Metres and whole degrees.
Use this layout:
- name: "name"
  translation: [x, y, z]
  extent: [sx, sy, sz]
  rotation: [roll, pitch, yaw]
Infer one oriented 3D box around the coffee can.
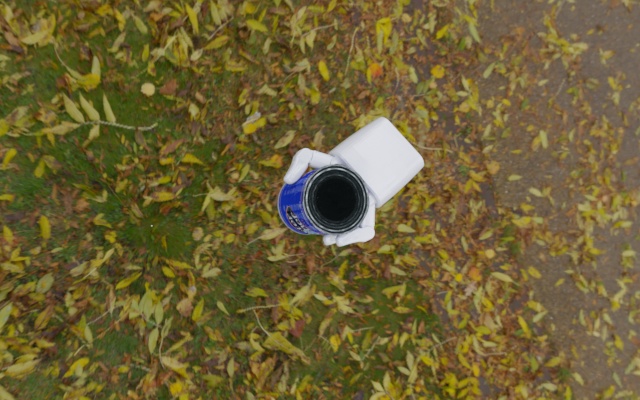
- name: "coffee can"
  translation: [0.000, 0.002, 0.740]
  extent: [0.103, 0.103, 0.140]
  rotation: [0, -3, -20]
